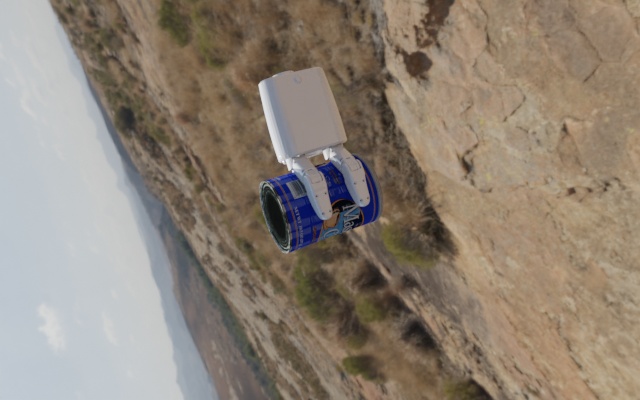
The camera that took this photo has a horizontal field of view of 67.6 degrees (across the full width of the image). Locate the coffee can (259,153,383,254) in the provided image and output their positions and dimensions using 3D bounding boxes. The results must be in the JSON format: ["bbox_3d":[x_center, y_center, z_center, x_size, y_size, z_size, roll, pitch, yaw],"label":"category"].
[{"bbox_3d":[0.000,0.002,0.659,0.140,0.103,0.103,-18,7,-21],"label":"coffee can"}]
